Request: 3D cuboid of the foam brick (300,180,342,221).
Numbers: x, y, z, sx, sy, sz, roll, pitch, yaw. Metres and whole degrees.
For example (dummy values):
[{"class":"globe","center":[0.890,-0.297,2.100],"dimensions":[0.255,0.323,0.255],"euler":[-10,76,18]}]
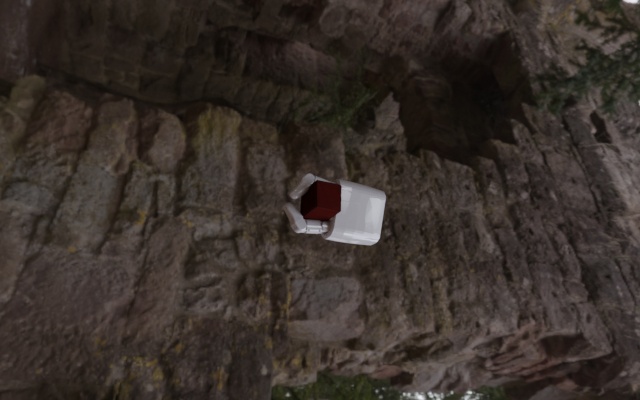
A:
[{"class":"foam brick","center":[0.000,0.003,0.883],"dimensions":[0.051,0.053,0.078],"euler":[12,-23,-21]}]
